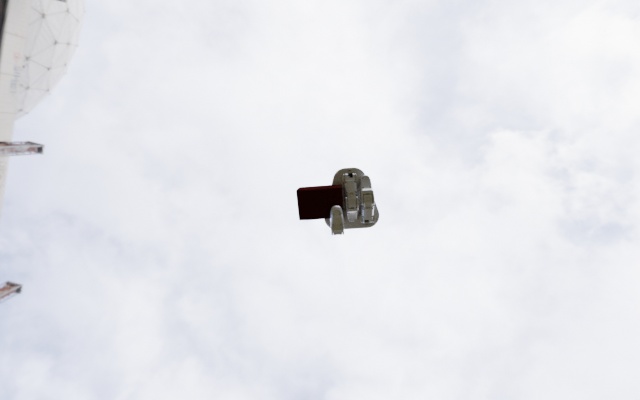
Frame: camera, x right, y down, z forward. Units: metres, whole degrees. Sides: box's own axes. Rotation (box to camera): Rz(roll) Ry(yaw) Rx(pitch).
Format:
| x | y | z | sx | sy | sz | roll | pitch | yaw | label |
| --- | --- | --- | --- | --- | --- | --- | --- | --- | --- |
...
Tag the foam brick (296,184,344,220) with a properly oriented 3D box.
| x | y | z | sx | sy | sz | roll | pitch | yaw | label |
| --- | --- | --- | --- | --- | --- | --- | --- | --- | --- |
| 0.000 | 0.003 | 0.820 | 0.078 | 0.053 | 0.051 | -3 | 8 | 2 | foam brick |
